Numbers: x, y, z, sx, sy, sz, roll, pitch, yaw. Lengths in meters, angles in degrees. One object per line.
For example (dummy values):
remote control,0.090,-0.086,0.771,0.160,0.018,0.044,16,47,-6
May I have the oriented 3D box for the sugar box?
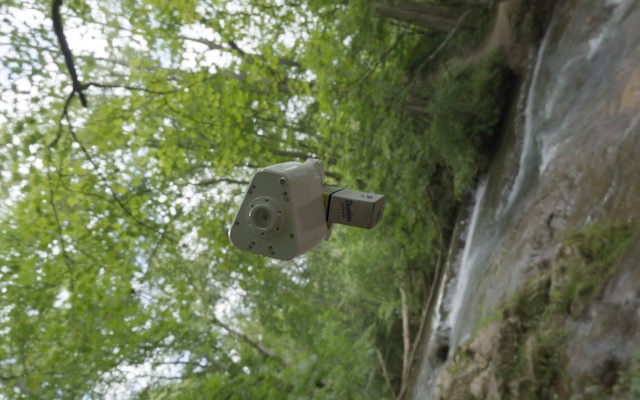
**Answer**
sugar box,0.000,0.003,0.701,0.176,0.048,0.093,12,10,16
